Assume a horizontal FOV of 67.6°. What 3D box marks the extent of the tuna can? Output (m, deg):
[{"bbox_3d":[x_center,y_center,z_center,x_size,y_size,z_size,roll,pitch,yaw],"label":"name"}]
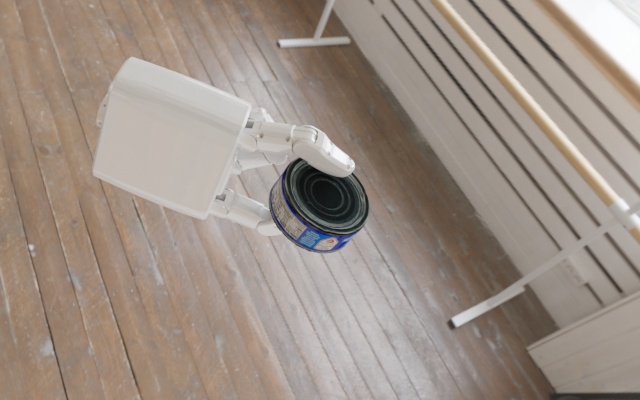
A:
[{"bbox_3d":[0.000,0.001,0.421,0.086,0.086,0.034,0,-32,-32],"label":"tuna can"}]
